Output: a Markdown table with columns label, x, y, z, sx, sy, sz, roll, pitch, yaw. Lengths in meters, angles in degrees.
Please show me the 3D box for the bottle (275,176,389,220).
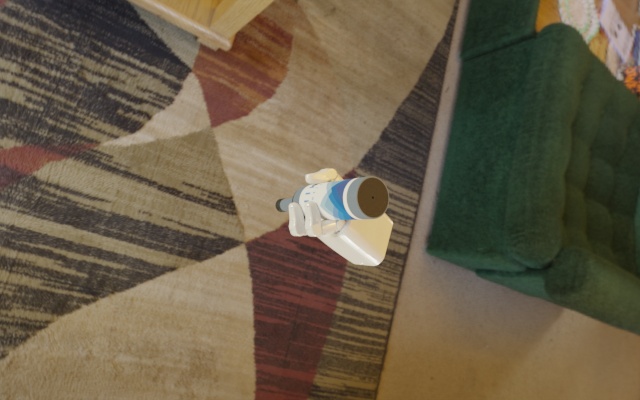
| label | x | y | z | sx | sy | sz | roll | pitch | yaw |
| --- | --- | --- | --- | --- | --- | --- | --- | --- | --- |
| bottle | 0.000 | 0.003 | 0.855 | 0.069 | 0.069 | 0.296 | 0 | -3 | -33 |
